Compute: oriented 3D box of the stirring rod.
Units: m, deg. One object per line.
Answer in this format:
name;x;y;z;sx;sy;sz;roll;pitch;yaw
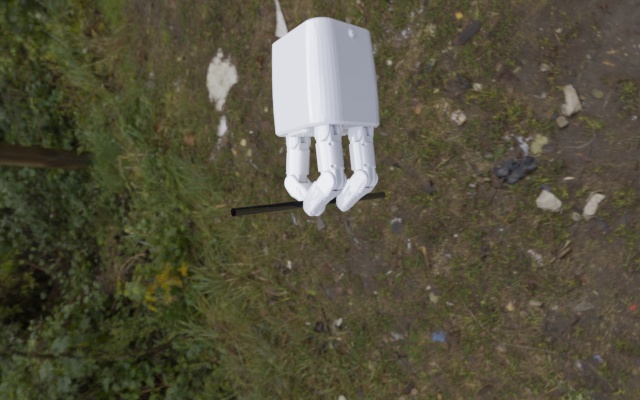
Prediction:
stirring rod;0.000;0.002;0.532;0.011;0.011;0.239;0;4;43
